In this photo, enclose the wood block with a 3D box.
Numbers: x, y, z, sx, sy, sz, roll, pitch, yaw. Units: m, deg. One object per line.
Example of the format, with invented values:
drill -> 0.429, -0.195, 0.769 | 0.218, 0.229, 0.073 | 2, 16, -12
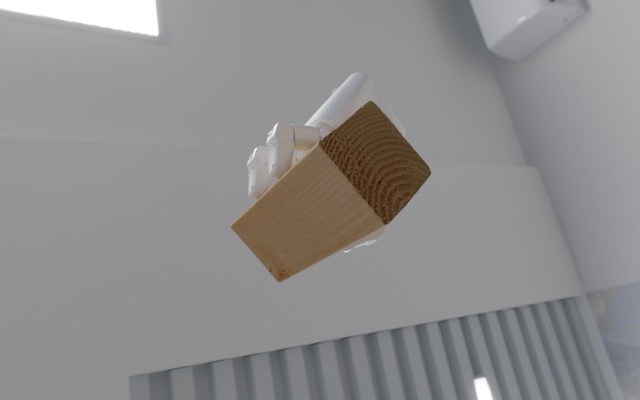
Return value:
wood block -> 0.000, 0.002, 0.493 | 0.090, 0.091, 0.206 | -43, 4, -38
